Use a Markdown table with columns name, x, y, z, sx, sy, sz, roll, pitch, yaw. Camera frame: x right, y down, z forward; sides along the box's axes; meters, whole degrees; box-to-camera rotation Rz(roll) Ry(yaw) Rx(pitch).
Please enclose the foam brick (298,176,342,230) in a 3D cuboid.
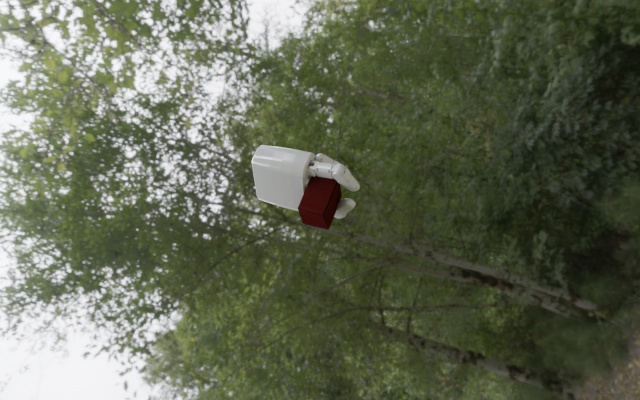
| name | x | y | z | sx | sy | sz | roll | pitch | yaw |
| --- | --- | --- | --- | --- | --- | --- | --- | --- | --- |
| foam brick | 0.000 | 0.003 | 0.842 | 0.051 | 0.078 | 0.053 | 13 | -31 | 17 |
